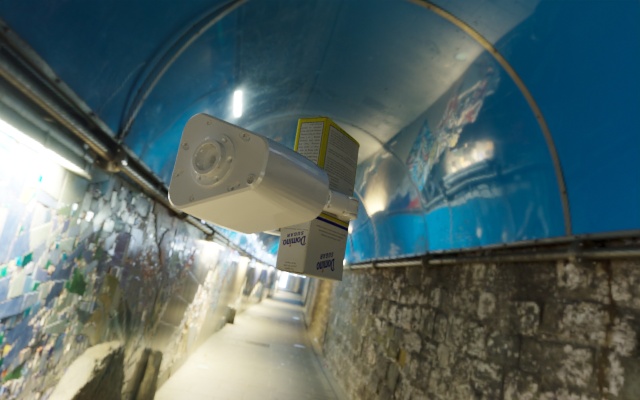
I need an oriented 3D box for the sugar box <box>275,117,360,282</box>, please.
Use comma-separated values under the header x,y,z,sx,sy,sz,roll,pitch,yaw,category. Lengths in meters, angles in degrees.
x,y,z,sx,sy,sz,roll,pitch,yaw,category
0.000,0.002,0.560,0.048,0.176,0.093,5,-12,31,sugar box
